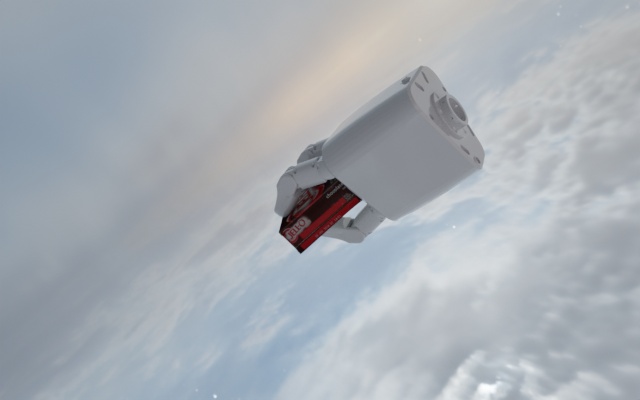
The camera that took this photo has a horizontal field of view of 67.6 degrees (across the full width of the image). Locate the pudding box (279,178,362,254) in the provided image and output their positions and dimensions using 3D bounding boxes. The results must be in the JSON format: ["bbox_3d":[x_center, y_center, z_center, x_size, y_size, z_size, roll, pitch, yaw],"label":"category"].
[{"bbox_3d":[0.000,0.002,0.530,0.090,0.039,0.113,-41,9,9],"label":"pudding box"}]
